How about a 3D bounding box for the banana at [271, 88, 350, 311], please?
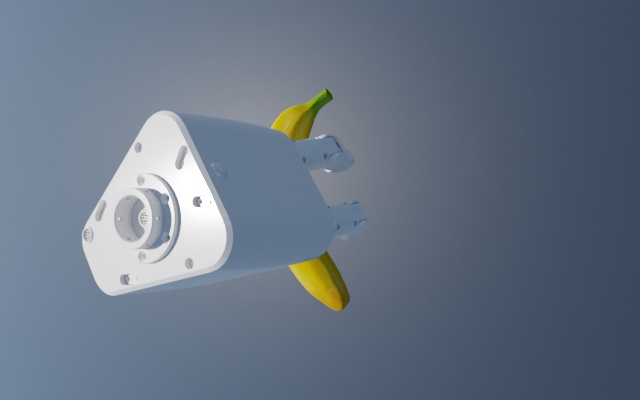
[{"bbox_3d":[-0.017,0.000,0.425,0.069,0.198,0.037,-7,-5,23],"label":"banana"}]
